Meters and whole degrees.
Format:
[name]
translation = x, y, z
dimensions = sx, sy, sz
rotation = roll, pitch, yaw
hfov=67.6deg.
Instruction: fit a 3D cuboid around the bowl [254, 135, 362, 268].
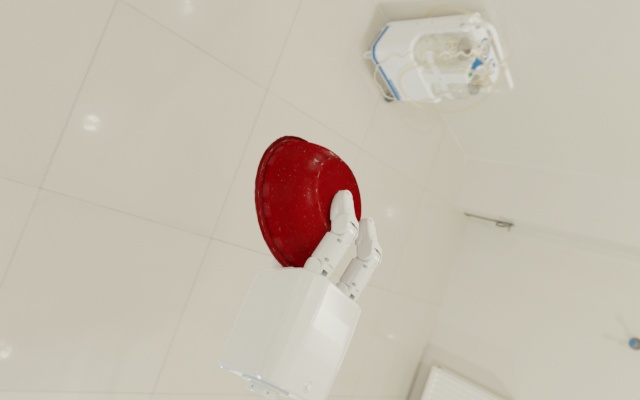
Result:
[bowl]
translation = 0.001, 0.000, 0.532
dimensions = 0.055, 0.162, 0.162
rotation = -10, -6, 33
